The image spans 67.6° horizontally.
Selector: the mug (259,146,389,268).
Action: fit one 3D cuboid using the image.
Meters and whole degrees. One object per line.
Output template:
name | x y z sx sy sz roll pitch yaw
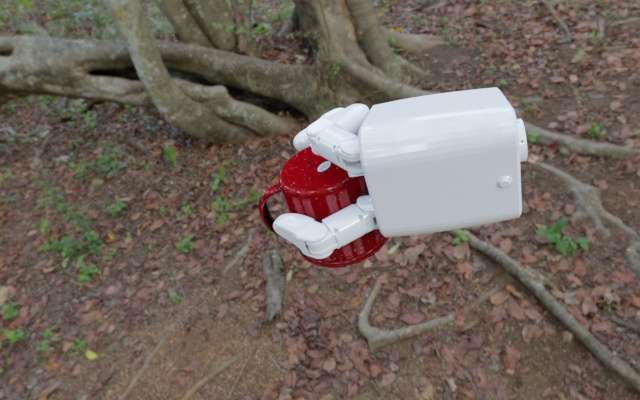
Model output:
mug | -0.001 0.001 0.435 0.117 0.082 0.093 -9 37 14
